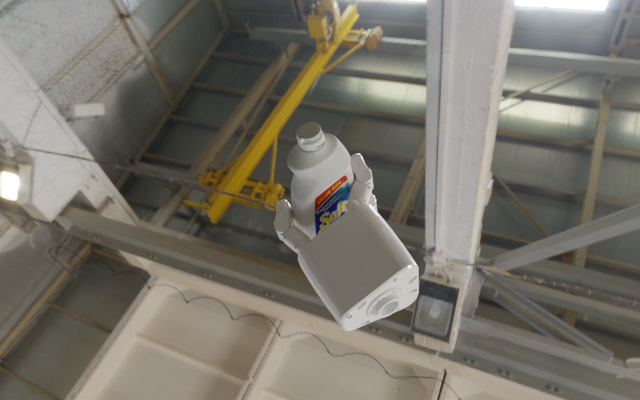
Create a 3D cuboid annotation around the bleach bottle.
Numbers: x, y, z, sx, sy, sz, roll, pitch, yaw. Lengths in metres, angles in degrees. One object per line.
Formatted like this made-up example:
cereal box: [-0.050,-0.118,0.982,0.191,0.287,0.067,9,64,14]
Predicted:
bleach bottle: [0.000,0.002,0.638,0.102,0.068,0.251,-28,-39,-10]
